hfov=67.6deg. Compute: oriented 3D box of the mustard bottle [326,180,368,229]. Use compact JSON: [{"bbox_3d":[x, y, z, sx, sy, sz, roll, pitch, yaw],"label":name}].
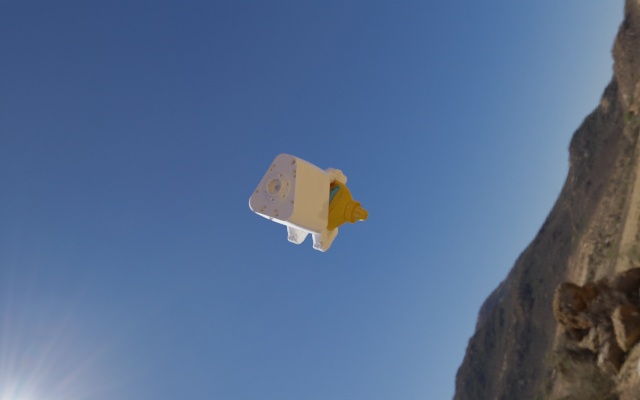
[{"bbox_3d":[0.000,0.003,0.881,0.191,0.096,0.058,16,-29,30],"label":"mustard bottle"}]
